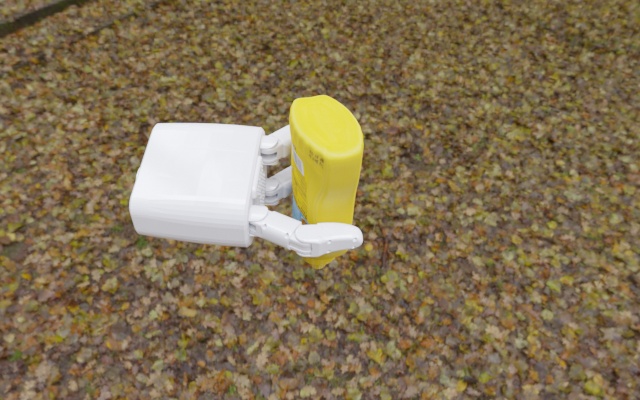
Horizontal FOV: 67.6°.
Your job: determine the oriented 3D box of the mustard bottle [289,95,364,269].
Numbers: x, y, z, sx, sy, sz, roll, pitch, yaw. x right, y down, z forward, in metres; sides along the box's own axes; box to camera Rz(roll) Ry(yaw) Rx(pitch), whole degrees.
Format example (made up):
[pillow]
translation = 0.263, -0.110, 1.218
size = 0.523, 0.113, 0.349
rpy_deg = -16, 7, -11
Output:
[mustard bottle]
translation = 0.000, 0.001, 0.472
size = 0.058, 0.192, 0.096
rpy_deg = -13, 45, -17
